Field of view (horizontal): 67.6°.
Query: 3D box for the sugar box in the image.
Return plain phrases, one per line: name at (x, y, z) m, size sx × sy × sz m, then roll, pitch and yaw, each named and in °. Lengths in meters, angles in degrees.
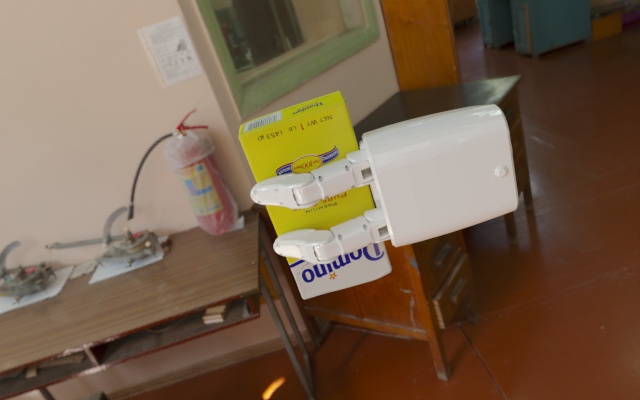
sugar box at (0.000, 0.002, 0.432) m, size 0.093 × 0.176 × 0.048 m, roll -17°, pitch 25°, yaw 4°
